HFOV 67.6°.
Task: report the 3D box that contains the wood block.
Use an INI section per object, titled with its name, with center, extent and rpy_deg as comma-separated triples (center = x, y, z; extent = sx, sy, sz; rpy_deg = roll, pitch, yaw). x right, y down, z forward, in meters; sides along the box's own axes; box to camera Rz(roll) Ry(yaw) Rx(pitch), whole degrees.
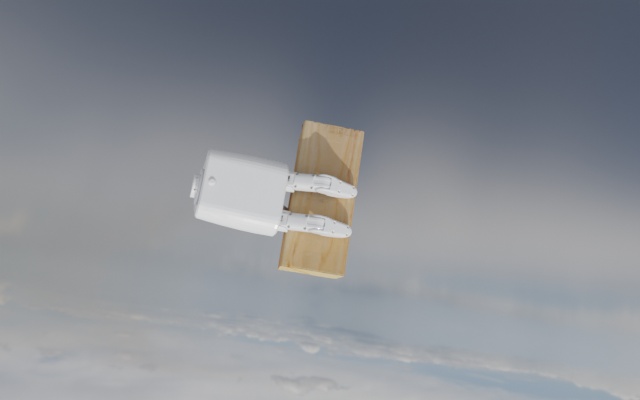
[wood block]
center = 0.000, 0.002, 0.692
extent = 0.090, 0.206, 0.091
rpy_deg = 10, -12, -5
